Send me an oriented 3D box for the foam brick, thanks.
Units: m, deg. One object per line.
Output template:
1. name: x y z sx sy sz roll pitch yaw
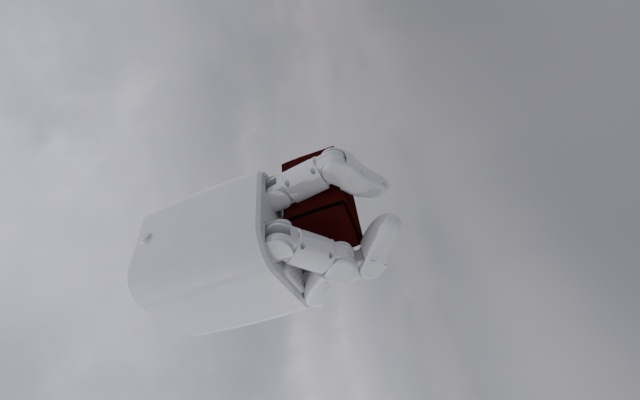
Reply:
1. foam brick: 0.000 0.001 0.403 0.051 0.053 0.078 -19 38 9
